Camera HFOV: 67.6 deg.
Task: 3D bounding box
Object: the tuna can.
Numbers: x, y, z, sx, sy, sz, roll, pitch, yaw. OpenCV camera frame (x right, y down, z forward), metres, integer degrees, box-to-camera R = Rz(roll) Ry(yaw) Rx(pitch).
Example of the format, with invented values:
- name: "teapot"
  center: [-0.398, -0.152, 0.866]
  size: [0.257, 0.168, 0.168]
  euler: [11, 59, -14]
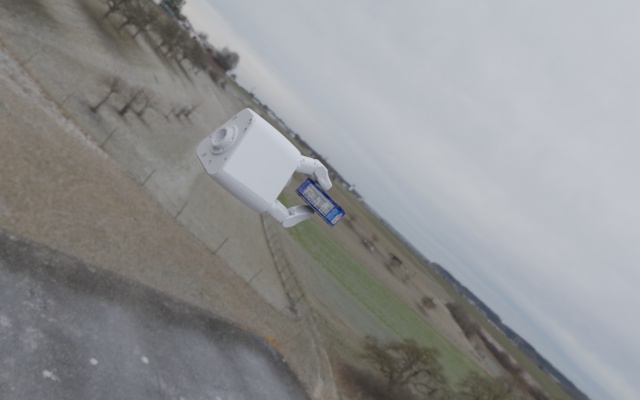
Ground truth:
- name: "tuna can"
  center: [0.001, 0.002, 0.770]
  size: [0.086, 0.034, 0.086]
  euler: [44, 0, 0]
